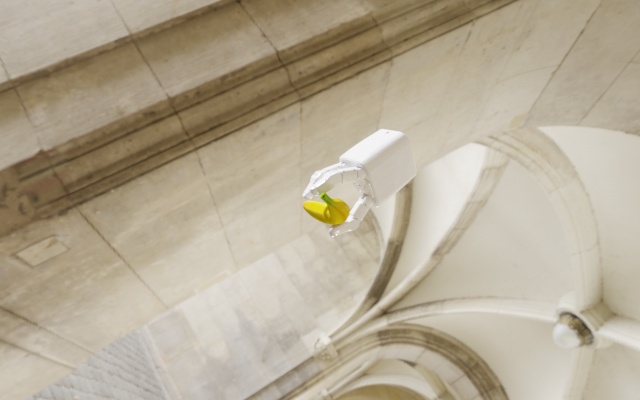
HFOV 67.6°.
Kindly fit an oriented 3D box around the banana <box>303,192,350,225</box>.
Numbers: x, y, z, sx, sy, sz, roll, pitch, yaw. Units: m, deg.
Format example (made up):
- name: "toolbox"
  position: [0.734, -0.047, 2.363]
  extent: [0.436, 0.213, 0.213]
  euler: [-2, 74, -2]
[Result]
- name: "banana"
  position: [0.014, 0.016, 0.871]
  extent: [0.037, 0.069, 0.198]
  euler: [-46, 4, -13]
